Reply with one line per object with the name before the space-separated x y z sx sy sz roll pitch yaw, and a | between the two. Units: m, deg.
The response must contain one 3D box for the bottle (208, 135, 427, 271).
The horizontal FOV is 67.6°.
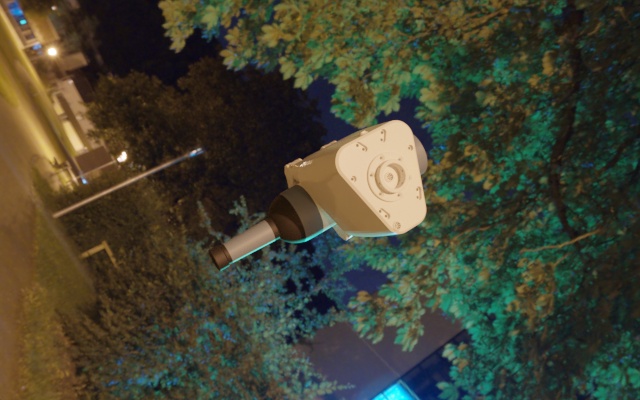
bottle | 0.000 0.002 0.592 0.295 0.069 0.069 -29 11 -20
